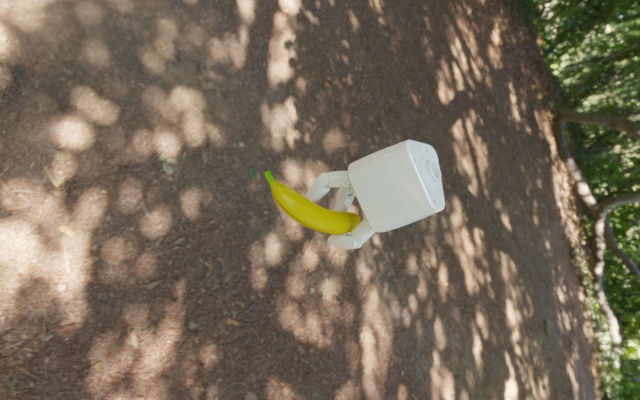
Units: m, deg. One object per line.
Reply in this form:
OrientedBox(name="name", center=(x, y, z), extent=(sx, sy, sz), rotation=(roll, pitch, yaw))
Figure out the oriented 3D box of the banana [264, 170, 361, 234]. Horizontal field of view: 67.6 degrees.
OrientedBox(name="banana", center=(-0.003, 0.017, 0.737), extent=(0.198, 0.069, 0.037), rotation=(29, -42, -35))
